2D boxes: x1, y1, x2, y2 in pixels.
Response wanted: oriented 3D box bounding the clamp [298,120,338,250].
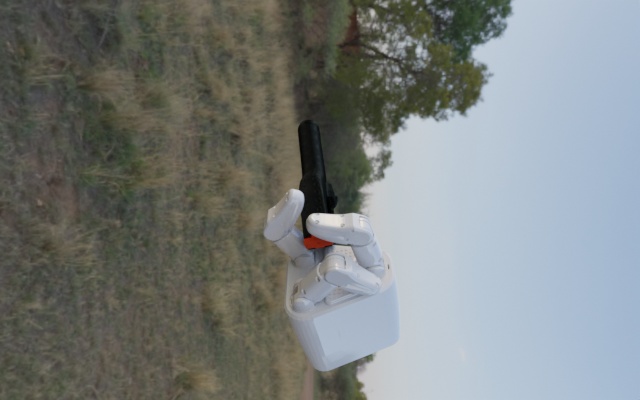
[{"bbox_3d":[0.001,0.002,0.525,0.039,0.120,0.171,-15,40,13],"label":"clamp"}]
